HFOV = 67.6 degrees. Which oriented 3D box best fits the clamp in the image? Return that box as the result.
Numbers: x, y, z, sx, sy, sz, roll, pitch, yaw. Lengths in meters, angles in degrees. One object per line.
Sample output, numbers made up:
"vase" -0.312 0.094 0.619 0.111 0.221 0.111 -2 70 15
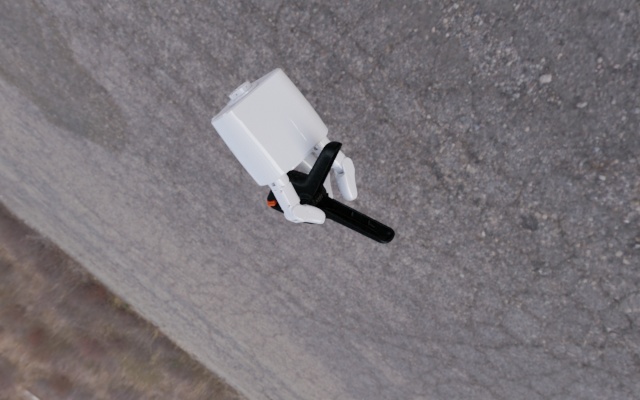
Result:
"clamp" -0.001 0.003 0.680 0.210 0.164 0.036 -10 33 51
